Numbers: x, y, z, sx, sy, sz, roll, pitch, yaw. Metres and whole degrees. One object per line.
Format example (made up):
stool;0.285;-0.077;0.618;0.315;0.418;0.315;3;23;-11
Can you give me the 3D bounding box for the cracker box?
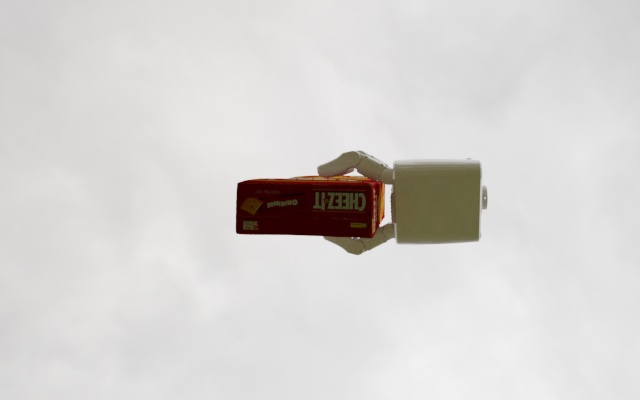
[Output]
cracker box;0.000;0.002;0.648;0.164;0.072;0.213;1;3;12
